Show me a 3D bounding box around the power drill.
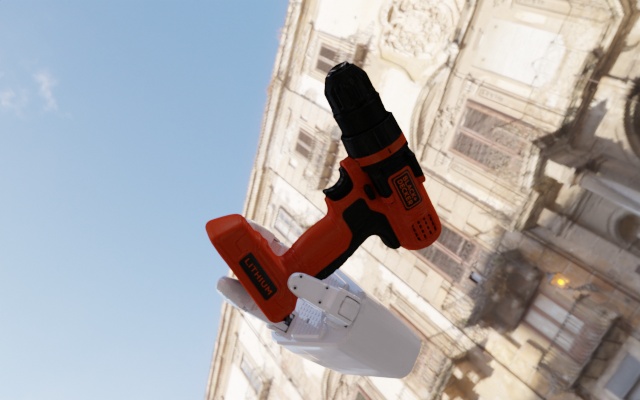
[{"bbox_3d":[0.000,0.002,0.411,0.187,0.184,0.057,-33,20,-6],"label":"power drill"}]
